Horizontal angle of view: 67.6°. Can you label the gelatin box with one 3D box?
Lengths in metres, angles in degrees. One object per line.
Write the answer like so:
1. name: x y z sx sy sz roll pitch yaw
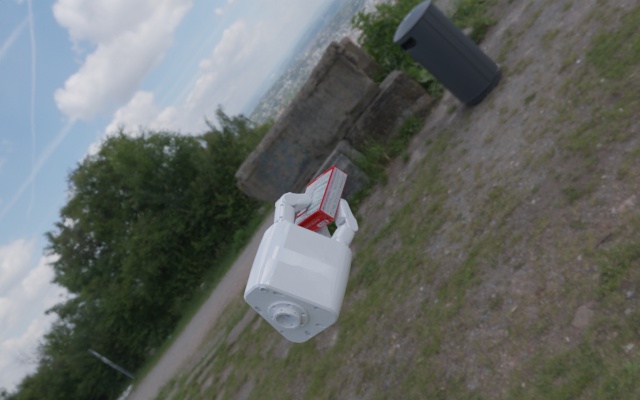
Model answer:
1. gelatin box: 0.000 0.002 0.701 0.030 0.089 0.073 32 -38 -19
